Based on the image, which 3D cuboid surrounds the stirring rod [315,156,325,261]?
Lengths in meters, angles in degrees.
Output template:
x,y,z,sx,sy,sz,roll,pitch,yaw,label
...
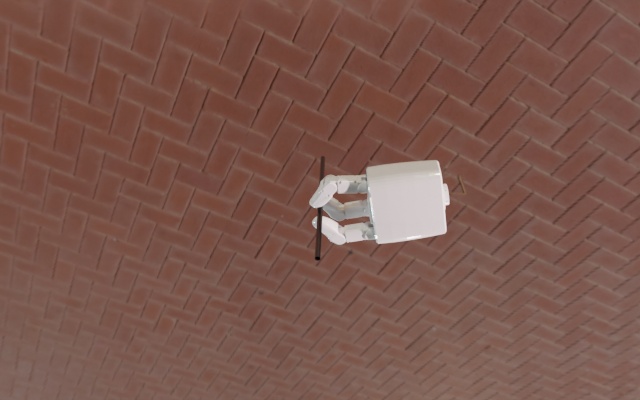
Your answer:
x,y,z,sx,sy,sz,roll,pitch,yaw,label
0.000,0.002,0.743,0.011,0.011,0.239,0,40,3,stirring rod
